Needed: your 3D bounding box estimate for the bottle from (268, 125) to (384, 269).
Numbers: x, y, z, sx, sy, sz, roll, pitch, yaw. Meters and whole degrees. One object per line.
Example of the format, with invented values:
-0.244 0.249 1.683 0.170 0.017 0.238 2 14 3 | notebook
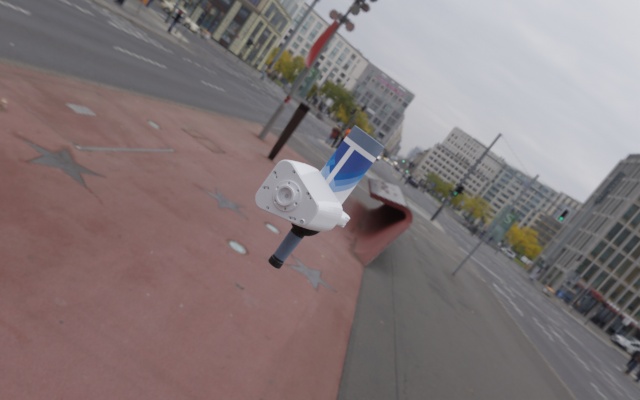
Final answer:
0.000 0.003 0.868 0.069 0.296 0.069 36 9 -7 | bottle
